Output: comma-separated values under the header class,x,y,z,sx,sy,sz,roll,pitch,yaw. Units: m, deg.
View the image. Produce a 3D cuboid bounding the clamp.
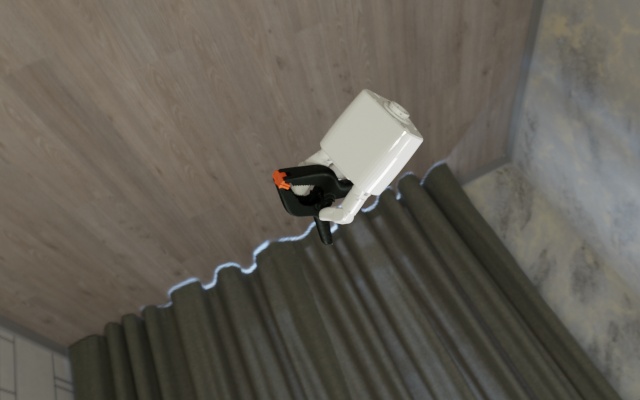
class,x,y,z,sx,sy,sz,roll,pitch,yaw
clamp,0.000,0.003,0.753,0.210,0.165,0.036,13,33,-44
